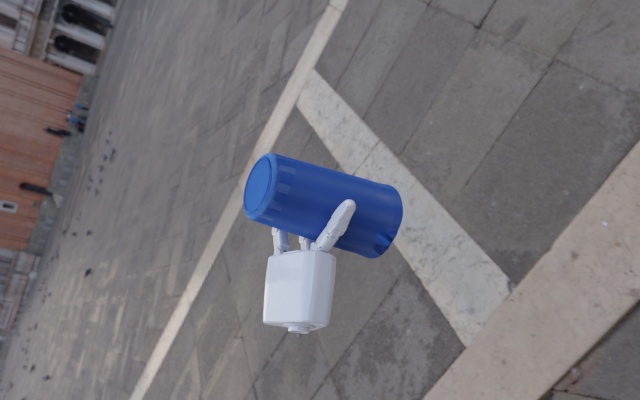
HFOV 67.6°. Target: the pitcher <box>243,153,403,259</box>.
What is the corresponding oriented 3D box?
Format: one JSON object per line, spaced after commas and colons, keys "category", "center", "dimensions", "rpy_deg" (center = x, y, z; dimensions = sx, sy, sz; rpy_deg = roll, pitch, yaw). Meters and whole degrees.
{"category": "pitcher", "center": [0.000, 0.003, 0.786], "dimensions": [0.243, 0.145, 0.149], "rpy_deg": [17, -22, -29]}
